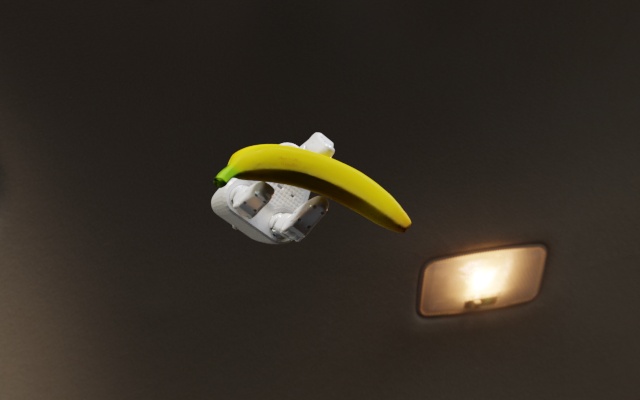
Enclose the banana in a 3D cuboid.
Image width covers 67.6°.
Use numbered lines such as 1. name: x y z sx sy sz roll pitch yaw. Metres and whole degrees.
1. banana: -0.004 -0.015 0.452 0.198 0.069 0.037 13 -36 -22
